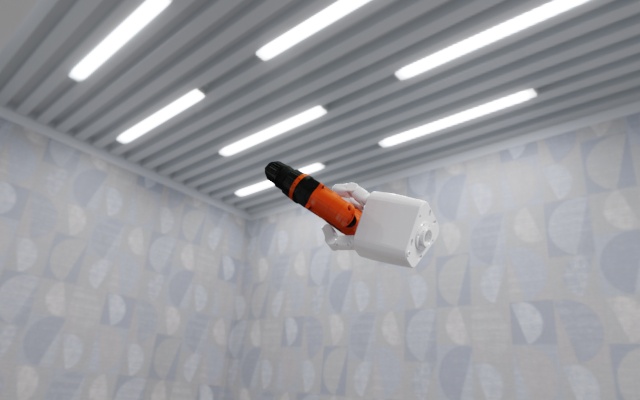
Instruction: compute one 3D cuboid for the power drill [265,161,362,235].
[{"bbox_3d":[0.001,0.003,0.867,0.184,0.057,0.188,34,1,25],"label":"power drill"}]
